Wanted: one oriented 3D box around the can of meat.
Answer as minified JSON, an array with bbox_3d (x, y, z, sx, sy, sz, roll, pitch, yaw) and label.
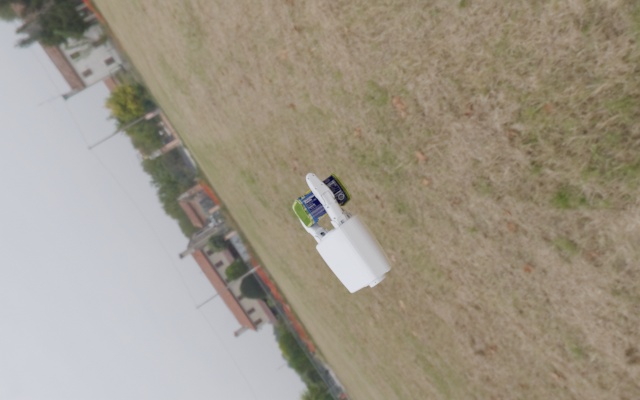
[{"bbox_3d":[0.000,0.003,0.848,0.084,0.057,0.102,-35,-4,-12],"label":"can of meat"}]
